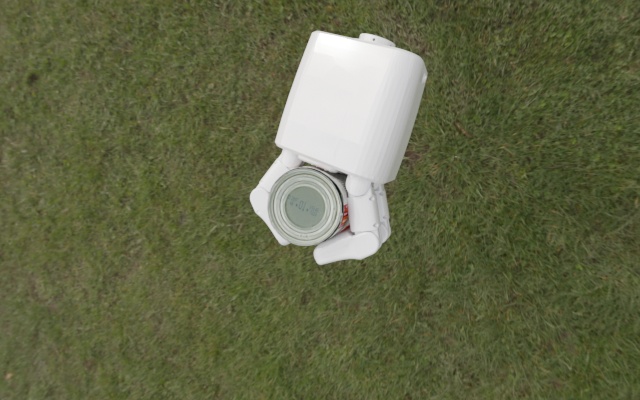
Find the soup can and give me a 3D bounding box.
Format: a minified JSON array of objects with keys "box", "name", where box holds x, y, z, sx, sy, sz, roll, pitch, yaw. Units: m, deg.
[{"box":[0.000,0.002,0.440,0.068,0.068,0.102,0,5,16],"name":"soup can"}]
